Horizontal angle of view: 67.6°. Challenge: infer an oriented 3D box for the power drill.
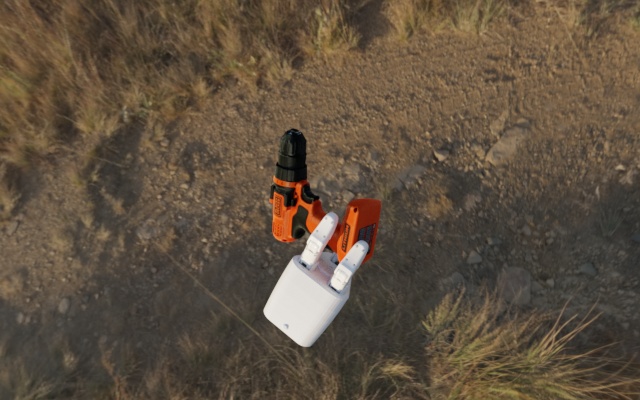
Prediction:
[{"bbox_3d":[0.000,0.003,0.704,0.057,0.184,0.187,-19,34,-40],"label":"power drill"}]
